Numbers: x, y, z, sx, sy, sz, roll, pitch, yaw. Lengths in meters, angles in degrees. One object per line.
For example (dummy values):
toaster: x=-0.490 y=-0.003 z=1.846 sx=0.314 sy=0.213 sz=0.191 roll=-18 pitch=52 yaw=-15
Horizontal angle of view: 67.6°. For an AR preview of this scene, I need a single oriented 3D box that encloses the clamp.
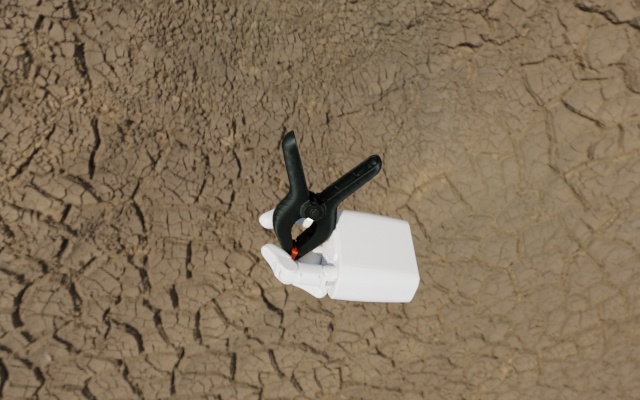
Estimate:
clamp: x=0.000 y=0.002 z=0.572 sx=0.120 sy=0.172 sz=0.039 roll=9 pitch=33 yaw=-10
